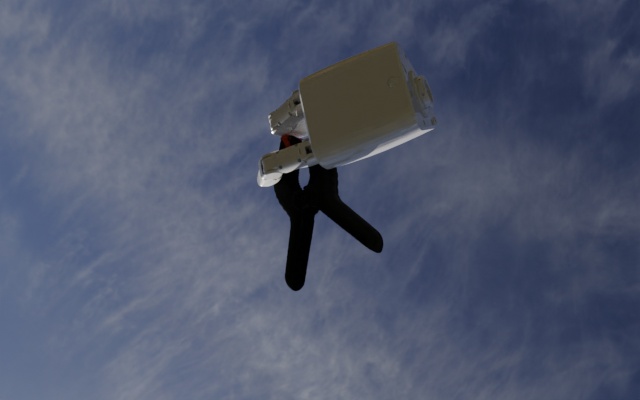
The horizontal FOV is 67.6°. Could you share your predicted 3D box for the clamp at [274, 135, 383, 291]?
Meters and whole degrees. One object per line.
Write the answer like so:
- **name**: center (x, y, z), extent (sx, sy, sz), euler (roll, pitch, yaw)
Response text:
- **clamp**: center (0.000, 0.002, 0.513), extent (0.120, 0.171, 0.039), euler (-18, -15, 24)
